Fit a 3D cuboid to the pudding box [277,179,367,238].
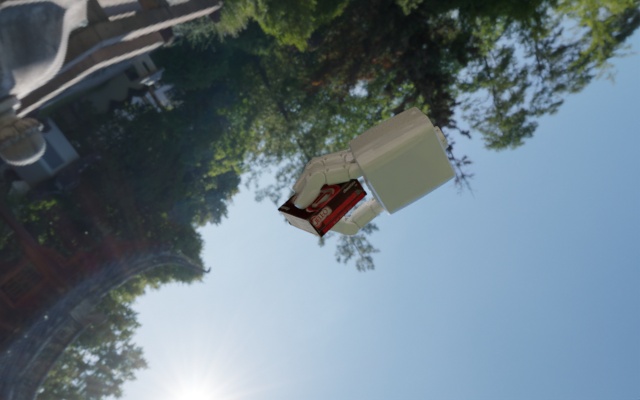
[{"bbox_3d":[0.000,0.002,0.668,0.090,0.039,0.113,-42,19,-16],"label":"pudding box"}]
